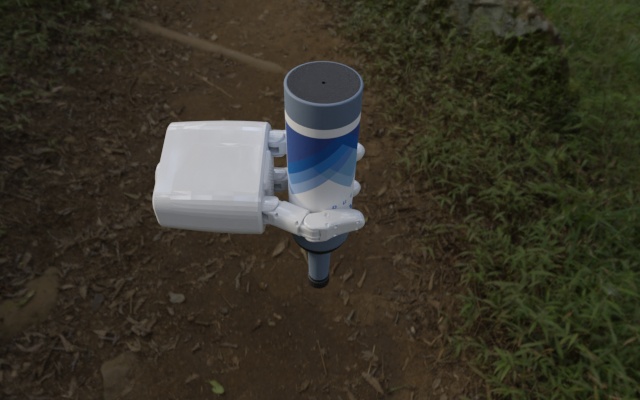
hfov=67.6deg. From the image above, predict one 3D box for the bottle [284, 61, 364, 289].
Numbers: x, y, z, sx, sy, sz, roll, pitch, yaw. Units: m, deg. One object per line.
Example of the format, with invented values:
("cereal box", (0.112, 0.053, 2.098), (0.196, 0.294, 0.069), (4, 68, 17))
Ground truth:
("bottle", (0.000, 0.001, 0.504), (0.069, 0.069, 0.296), (0, -43, -1))
